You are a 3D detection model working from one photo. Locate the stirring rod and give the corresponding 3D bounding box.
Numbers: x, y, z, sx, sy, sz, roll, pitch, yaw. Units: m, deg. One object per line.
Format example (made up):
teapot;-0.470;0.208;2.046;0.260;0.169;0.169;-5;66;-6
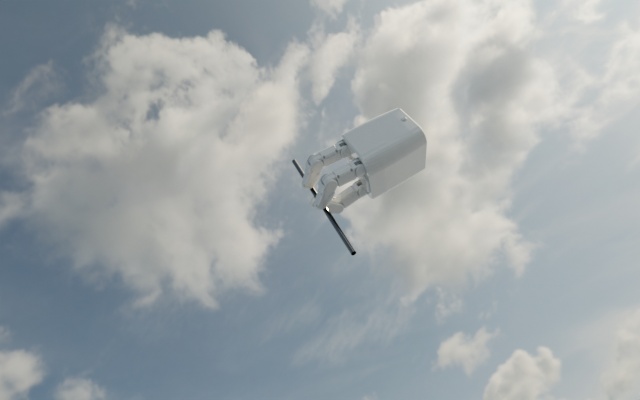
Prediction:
stirring rod;0.000;0.003;0.751;0.011;0.011;0.239;0;36;-29
